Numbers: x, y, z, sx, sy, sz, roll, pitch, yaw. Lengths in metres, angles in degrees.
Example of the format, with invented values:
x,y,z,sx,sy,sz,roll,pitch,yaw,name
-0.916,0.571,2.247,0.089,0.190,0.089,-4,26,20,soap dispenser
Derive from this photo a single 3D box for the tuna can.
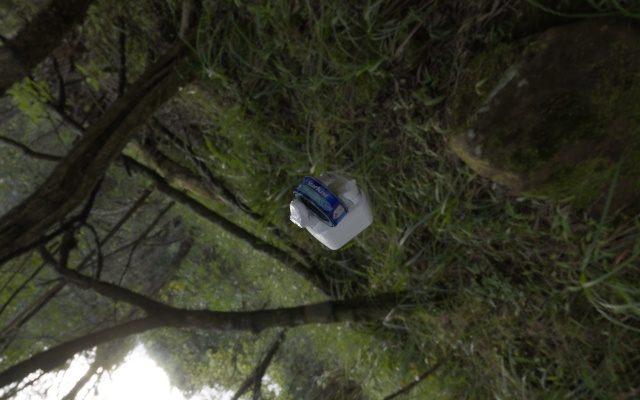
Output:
x,y,z,sx,sy,sz,roll,pitch,yaw,name
0.000,0.003,0.730,0.086,0.033,0.086,40,-10,9,tuna can
